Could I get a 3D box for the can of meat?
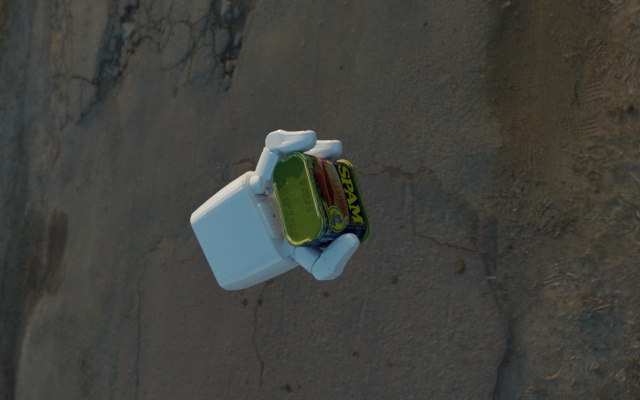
[{"bbox_3d":[0.000,0.002,0.513,0.057,0.102,0.084,-27,-21,34],"label":"can of meat"}]
